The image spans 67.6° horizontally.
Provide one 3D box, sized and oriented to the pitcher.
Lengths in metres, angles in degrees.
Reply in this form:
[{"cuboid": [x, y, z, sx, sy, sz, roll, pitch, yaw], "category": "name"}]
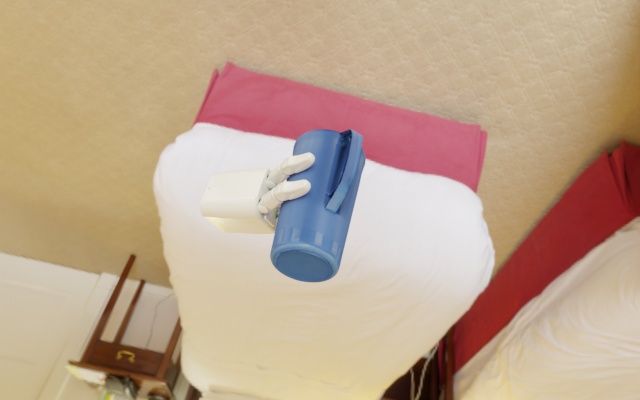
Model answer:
[{"cuboid": [0.000, 0.003, 0.785, 0.145, 0.242, 0.149, -1, -40, 17], "category": "pitcher"}]
